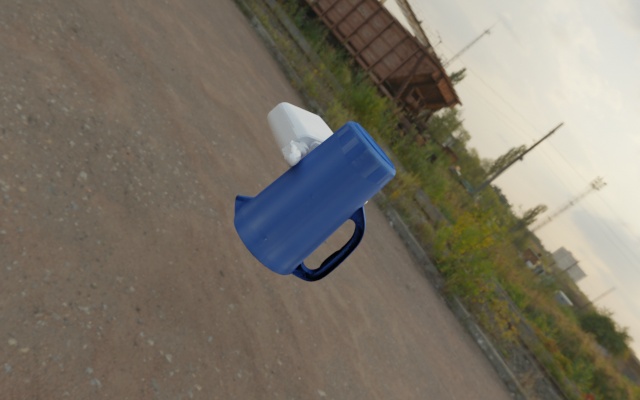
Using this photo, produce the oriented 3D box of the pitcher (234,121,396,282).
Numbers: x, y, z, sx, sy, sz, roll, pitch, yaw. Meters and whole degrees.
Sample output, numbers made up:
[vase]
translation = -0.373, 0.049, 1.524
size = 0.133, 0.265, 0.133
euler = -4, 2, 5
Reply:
[pitcher]
translation = 0.000, 0.002, 0.740
size = 0.243, 0.145, 0.149
euler = -40, -43, 14
